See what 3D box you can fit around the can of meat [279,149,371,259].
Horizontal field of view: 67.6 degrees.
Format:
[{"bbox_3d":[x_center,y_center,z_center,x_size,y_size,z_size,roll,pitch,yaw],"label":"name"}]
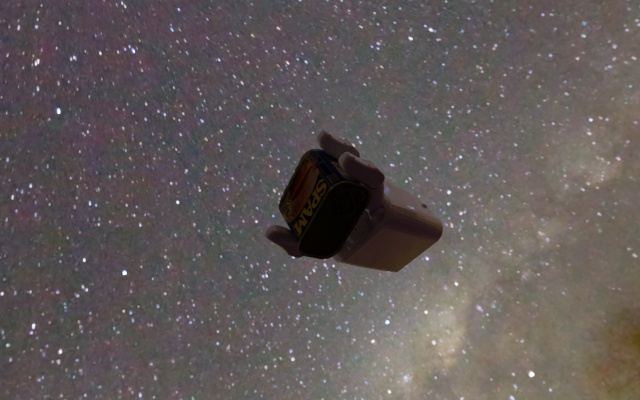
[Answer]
[{"bbox_3d":[0.000,0.002,0.555,0.057,0.102,0.084,15,26,-34],"label":"can of meat"}]
